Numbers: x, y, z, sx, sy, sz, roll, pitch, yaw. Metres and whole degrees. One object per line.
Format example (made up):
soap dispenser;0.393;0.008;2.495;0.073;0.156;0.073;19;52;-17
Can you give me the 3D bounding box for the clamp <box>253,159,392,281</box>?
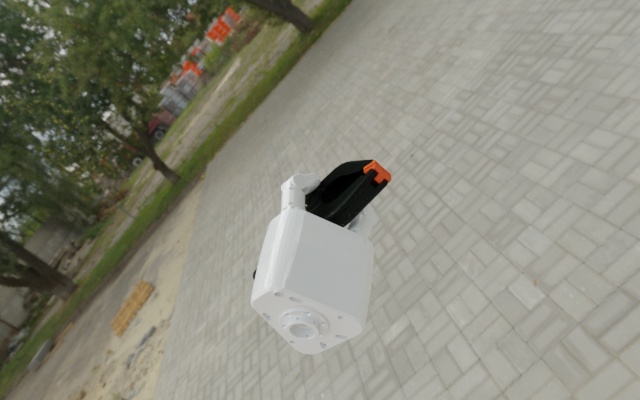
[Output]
clamp;0.000;0.001;0.592;0.036;0.164;0.210;37;-52;-24
